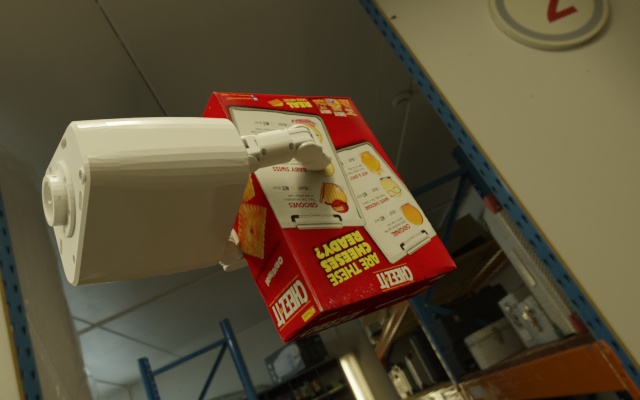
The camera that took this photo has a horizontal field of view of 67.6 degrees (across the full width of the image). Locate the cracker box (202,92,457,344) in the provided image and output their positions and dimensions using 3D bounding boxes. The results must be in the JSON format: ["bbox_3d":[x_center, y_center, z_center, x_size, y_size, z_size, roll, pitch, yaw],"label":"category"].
[{"bbox_3d":[0.000,0.001,0.439,0.164,0.213,0.072,-8,-30,-39],"label":"cracker box"}]
